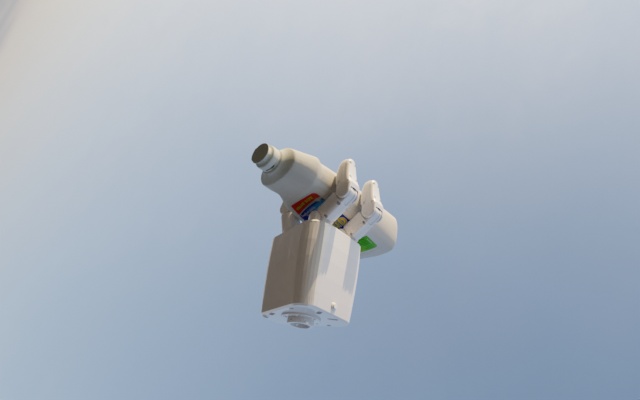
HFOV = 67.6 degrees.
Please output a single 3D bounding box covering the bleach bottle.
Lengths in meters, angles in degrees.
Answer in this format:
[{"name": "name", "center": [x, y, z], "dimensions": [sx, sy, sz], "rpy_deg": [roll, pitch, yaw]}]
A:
[{"name": "bleach bottle", "center": [0.000, 0.002, 0.646], "dimensions": [0.102, 0.068, 0.251], "rpy_deg": [-15, -36, 37]}]
